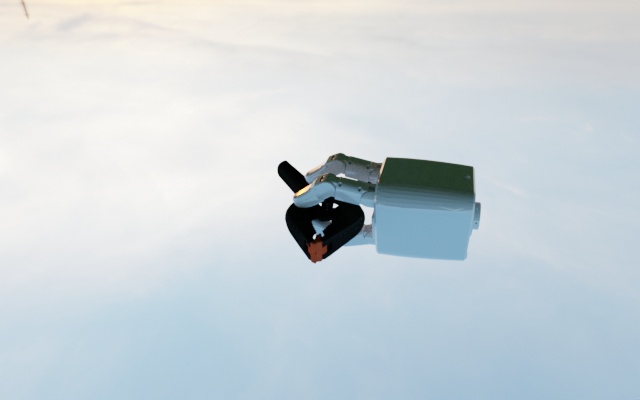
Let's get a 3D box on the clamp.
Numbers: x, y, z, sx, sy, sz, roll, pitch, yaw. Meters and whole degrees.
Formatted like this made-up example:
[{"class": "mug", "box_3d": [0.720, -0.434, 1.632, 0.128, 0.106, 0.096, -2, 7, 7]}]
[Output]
[{"class": "clamp", "box_3d": [0.000, 0.003, 0.598, 0.164, 0.036, 0.210, 6, 31, 13]}]
